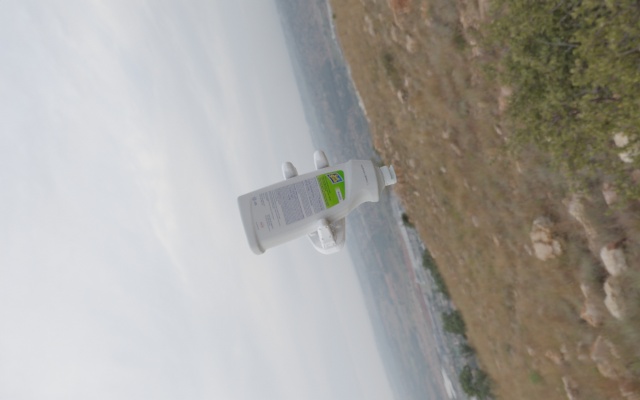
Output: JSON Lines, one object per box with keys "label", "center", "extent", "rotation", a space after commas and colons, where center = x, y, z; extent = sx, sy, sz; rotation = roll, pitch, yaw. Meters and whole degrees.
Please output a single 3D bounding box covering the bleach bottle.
{"label": "bleach bottle", "center": [0.000, 0.002, 0.762], "extent": [0.251, 0.102, 0.068], "rotation": [-17, -12, 1]}
